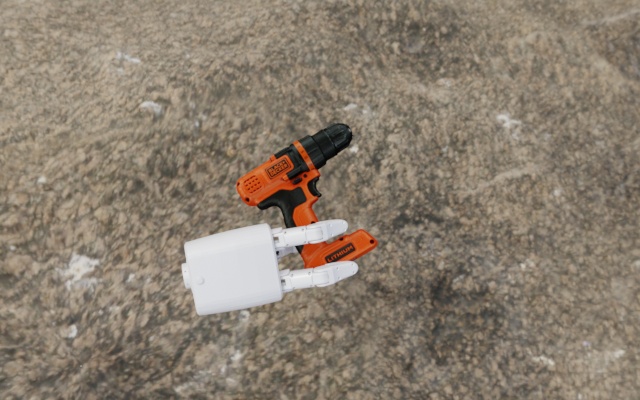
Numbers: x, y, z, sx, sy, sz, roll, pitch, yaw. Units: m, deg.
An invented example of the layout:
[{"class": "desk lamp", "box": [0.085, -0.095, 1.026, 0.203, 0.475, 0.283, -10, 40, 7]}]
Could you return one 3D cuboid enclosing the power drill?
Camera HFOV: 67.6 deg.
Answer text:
[{"class": "power drill", "box": [0.000, 0.003, 0.668, 0.184, 0.187, 0.057, -32, -12, -1]}]
